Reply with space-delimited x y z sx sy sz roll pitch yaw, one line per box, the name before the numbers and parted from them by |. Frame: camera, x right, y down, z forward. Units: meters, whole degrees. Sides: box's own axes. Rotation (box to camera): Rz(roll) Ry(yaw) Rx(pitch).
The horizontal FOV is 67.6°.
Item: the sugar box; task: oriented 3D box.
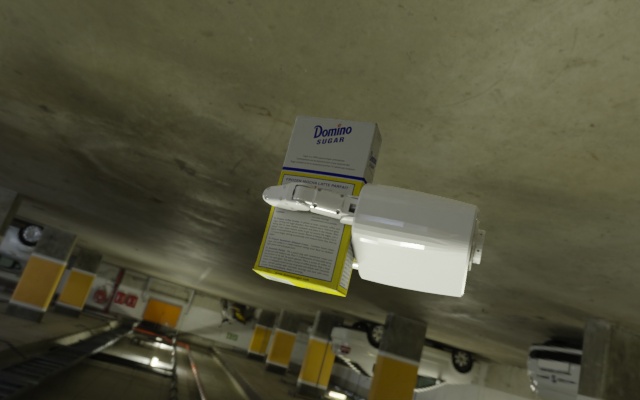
sugar box | 0.000 0.002 0.497 0.093 0.176 0.048 10 -18 20
